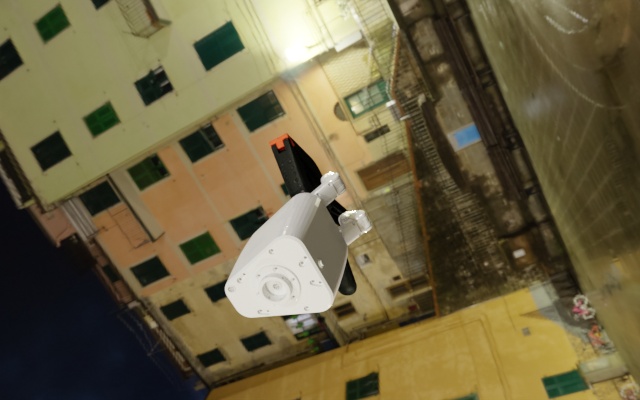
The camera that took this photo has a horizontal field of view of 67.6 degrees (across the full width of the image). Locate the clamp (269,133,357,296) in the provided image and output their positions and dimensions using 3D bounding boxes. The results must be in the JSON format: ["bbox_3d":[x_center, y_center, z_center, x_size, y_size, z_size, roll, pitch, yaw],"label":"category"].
[{"bbox_3d":[-0.001,0.002,0.637,0.036,0.210,0.164,-24,17,18],"label":"clamp"}]
